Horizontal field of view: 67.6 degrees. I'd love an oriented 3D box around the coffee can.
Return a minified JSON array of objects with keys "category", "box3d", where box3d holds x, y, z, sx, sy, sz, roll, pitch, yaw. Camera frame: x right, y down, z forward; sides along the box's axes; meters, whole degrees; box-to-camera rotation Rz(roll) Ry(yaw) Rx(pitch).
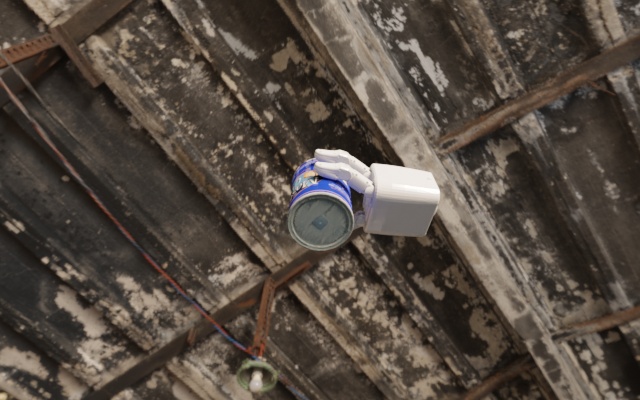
[{"category":"coffee can","box3d":[0.000,0.003,0.787,0.103,0.103,0.140,0,28,0]}]
